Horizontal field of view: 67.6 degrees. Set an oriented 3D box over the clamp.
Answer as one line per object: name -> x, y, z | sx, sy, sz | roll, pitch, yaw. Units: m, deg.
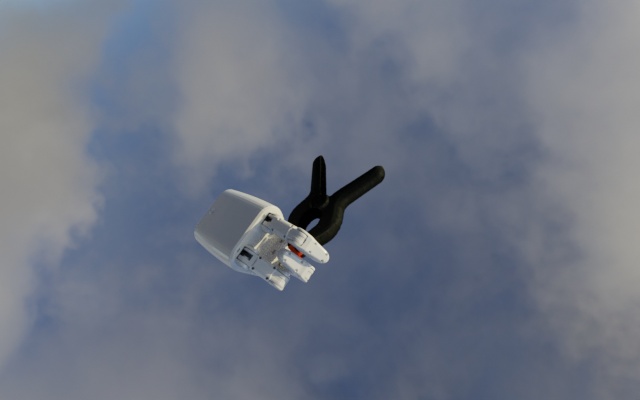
clamp -> 0.000, 0.003, 0.673 | 0.120, 0.171, 0.039 | 20, -28, 46
